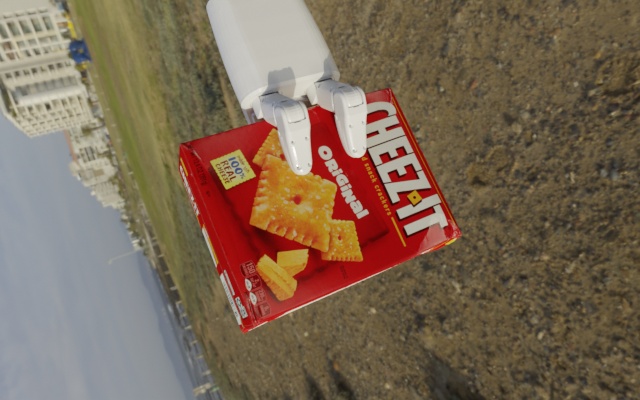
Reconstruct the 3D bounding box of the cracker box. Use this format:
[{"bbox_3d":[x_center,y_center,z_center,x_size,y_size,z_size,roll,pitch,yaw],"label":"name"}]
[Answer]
[{"bbox_3d":[0.000,0.002,0.440,0.213,0.164,0.072,-20,-11,-21],"label":"cracker box"}]
